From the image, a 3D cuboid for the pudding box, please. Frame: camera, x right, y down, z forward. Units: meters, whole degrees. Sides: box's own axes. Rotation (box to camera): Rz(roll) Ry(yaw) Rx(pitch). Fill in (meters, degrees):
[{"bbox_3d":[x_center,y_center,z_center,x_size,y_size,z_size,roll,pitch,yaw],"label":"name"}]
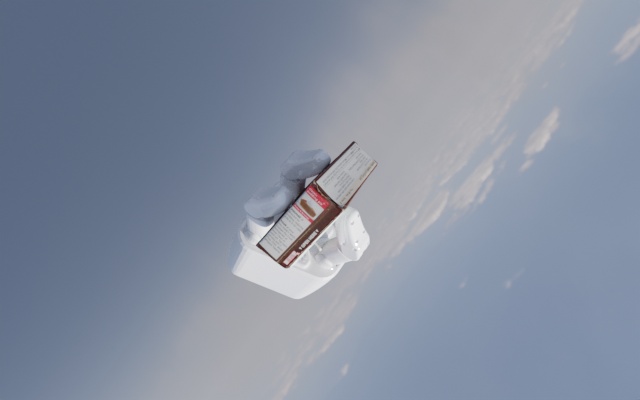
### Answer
[{"bbox_3d":[0.000,0.002,0.440,0.090,0.039,0.113,-48,2,32],"label":"pudding box"}]
